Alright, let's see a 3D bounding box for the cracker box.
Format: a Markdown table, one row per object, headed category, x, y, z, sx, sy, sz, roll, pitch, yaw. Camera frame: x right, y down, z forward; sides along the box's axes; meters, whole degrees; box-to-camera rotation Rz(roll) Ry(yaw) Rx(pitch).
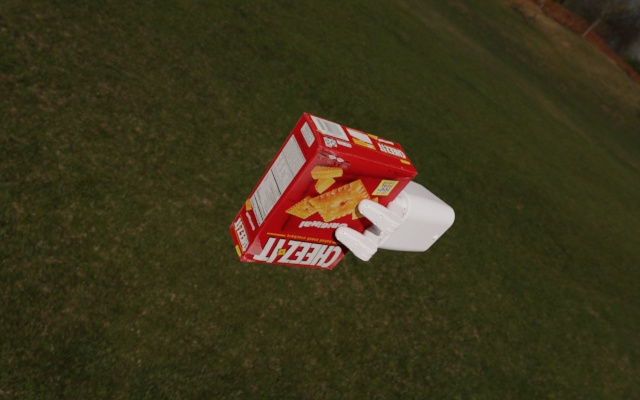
| category | x | y | z | sx | sy | sz | roll | pitch | yaw |
| --- | --- | --- | --- | --- | --- | --- | --- | --- | --- |
| cracker box | 0.000 | 0.002 | 0.647 | 0.164 | 0.072 | 0.214 | 12 | -51 | -36 |
